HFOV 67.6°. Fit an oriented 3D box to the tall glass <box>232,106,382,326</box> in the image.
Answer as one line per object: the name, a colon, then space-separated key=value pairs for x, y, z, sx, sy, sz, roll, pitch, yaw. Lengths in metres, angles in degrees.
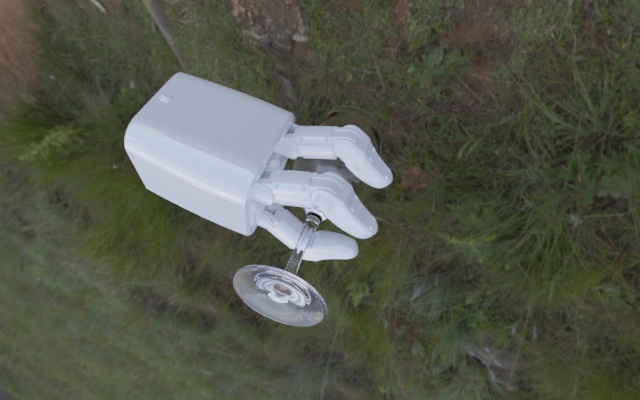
tall glass: x=0.000 y=0.002 z=0.412 sx=0.079 sy=0.201 sz=0.079 roll=14 pitch=-41 yaw=12
